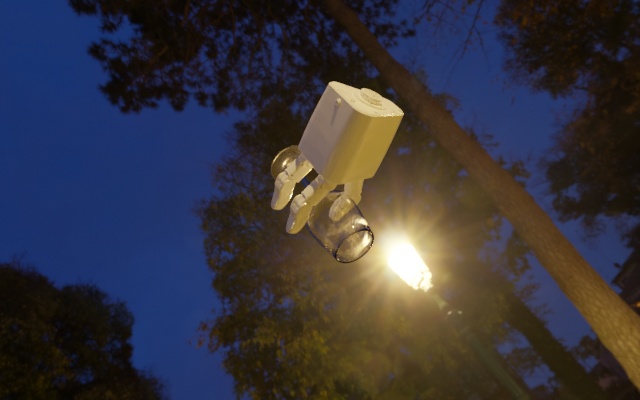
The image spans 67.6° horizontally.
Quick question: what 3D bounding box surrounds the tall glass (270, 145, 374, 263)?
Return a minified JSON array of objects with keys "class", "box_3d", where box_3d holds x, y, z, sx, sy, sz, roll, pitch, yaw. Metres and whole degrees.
[{"class":"tall glass","box_3d":[0.000,0.002,0.709,0.079,0.079,0.201,0,38,-37]}]
